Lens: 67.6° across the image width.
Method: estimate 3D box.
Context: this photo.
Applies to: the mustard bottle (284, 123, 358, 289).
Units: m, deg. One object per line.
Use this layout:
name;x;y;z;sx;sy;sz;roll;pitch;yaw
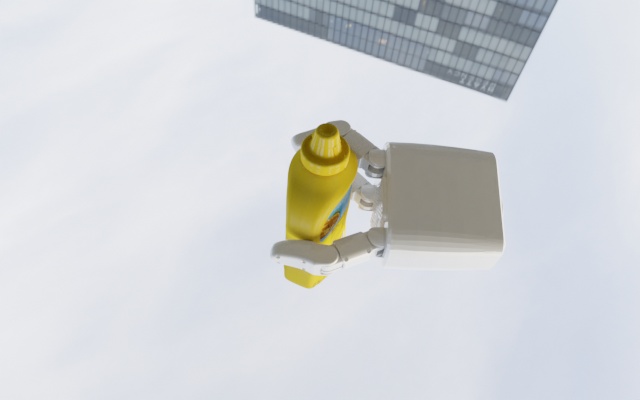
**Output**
mustard bottle;0.000;0.002;0.453;0.058;0.096;0.192;23;-35;12
